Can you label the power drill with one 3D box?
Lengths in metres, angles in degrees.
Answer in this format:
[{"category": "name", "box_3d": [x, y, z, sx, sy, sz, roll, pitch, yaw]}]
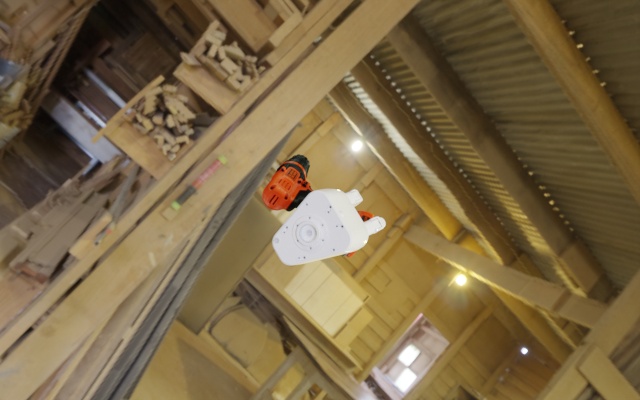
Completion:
[{"category": "power drill", "box_3d": [0.000, 0.003, 0.822, 0.187, 0.057, 0.184, 34, 28, -3]}]
